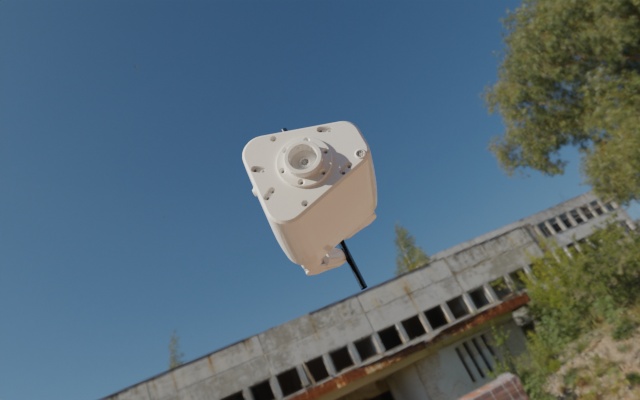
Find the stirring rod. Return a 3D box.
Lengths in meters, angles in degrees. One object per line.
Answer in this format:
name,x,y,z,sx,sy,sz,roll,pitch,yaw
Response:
stirring rod,0.000,0.002,0.588,0.011,0.239,0.011,-22,-26,-11
